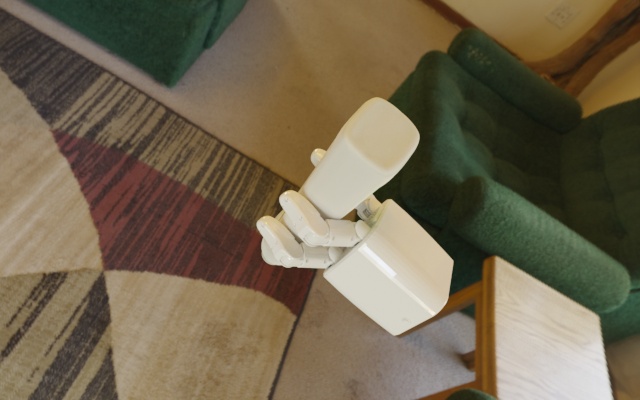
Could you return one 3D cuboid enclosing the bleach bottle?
[{"bbox_3d":[0.000,0.002,0.534,0.251,0.068,0.102,-47,2,46],"label":"bleach bottle"}]
